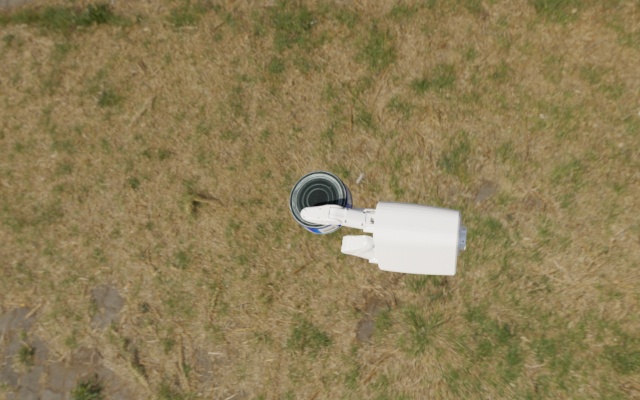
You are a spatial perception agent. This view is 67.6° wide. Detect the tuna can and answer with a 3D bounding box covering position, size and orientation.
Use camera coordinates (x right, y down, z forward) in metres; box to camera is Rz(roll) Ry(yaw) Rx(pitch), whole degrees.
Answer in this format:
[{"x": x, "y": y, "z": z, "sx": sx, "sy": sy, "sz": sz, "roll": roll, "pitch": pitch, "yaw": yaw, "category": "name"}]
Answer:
[{"x": 0.000, "y": 0.002, "z": 0.672, "sx": 0.086, "sy": 0.086, "sz": 0.034, "roll": 0, "pitch": -16, "yaw": 18, "category": "tuna can"}]
